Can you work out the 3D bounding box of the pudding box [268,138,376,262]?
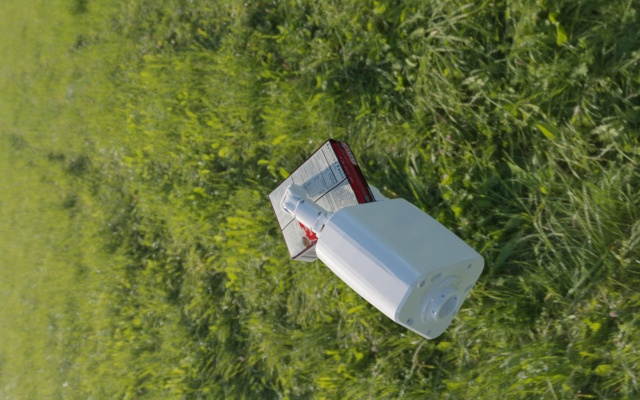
[{"bbox_3d":[0.000,0.002,0.521,0.113,0.090,0.039,-39,-30,30],"label":"pudding box"}]
